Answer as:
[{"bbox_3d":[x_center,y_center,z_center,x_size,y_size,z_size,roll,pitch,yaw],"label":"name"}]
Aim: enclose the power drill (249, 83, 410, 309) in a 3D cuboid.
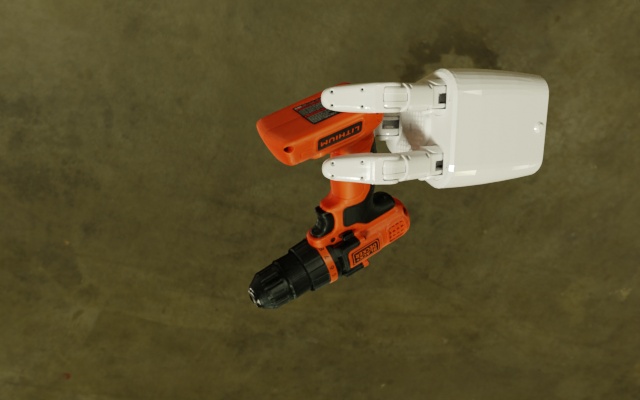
[{"bbox_3d":[0.000,0.001,0.440,0.184,0.188,0.057,-30,45,-20],"label":"power drill"}]
